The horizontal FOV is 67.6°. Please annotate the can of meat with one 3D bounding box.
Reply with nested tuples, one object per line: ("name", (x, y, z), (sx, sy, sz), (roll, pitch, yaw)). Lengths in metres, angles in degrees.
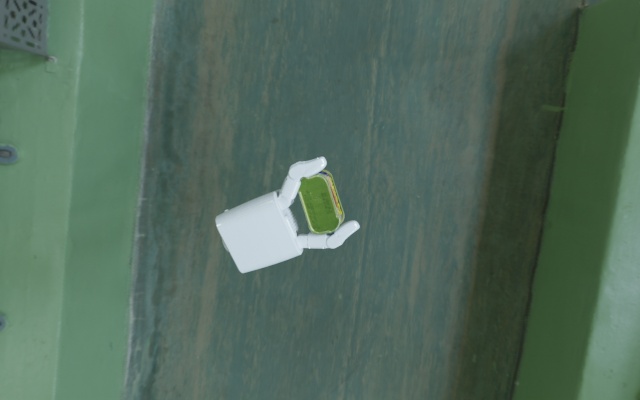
("can of meat", (0.000, 0.003, 0.786), (0.057, 0.102, 0.084), (-17, 4, 6))
